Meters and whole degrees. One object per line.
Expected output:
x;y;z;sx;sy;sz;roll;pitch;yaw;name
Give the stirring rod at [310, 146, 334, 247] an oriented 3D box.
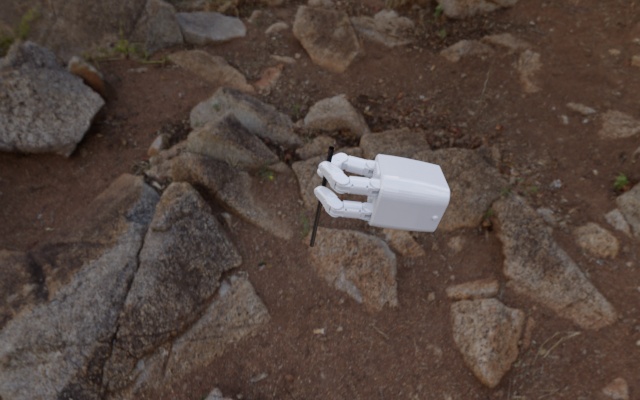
0.000;0.003;0.798;0.011;0.011;0.240;0;-42;-11;stirring rod
